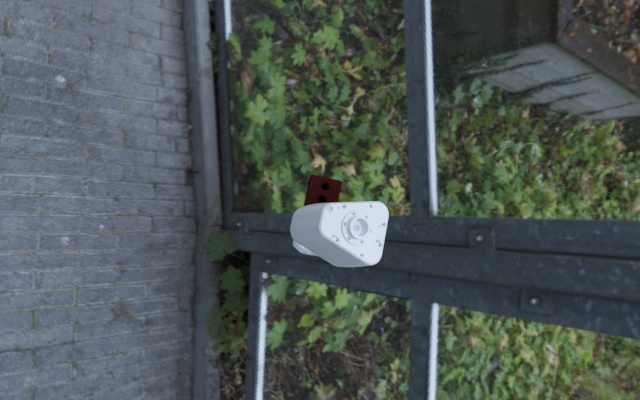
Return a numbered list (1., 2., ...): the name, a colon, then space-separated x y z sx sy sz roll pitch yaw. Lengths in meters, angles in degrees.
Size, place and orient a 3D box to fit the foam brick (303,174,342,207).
1. foam brick: 0.000 0.002 0.790 0.053 0.078 0.051 13 -12 -4
